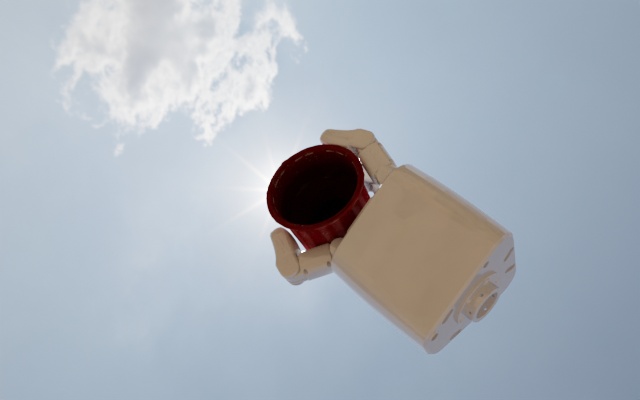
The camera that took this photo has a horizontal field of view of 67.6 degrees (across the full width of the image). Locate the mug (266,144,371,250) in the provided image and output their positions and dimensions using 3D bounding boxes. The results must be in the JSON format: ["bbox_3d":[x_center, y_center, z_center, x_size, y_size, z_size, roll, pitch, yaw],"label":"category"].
[{"bbox_3d":[-0.001,0.001,0.462,0.117,0.093,0.081,41,-11,38],"label":"mug"}]
